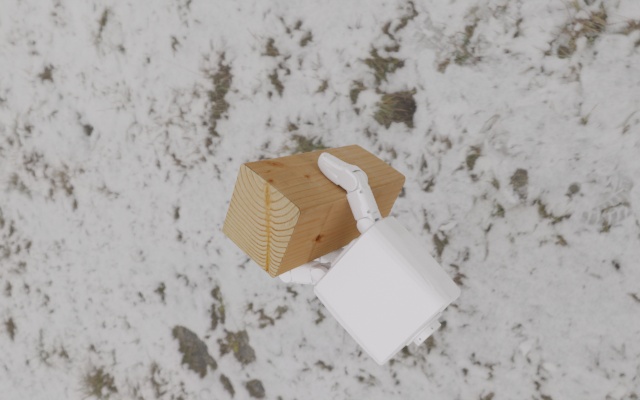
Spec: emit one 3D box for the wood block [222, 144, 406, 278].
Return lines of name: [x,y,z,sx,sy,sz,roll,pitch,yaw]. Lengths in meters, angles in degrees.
wood block: [0.000,0.002,0.563,0.090,0.091,0.206,37,31,26]
